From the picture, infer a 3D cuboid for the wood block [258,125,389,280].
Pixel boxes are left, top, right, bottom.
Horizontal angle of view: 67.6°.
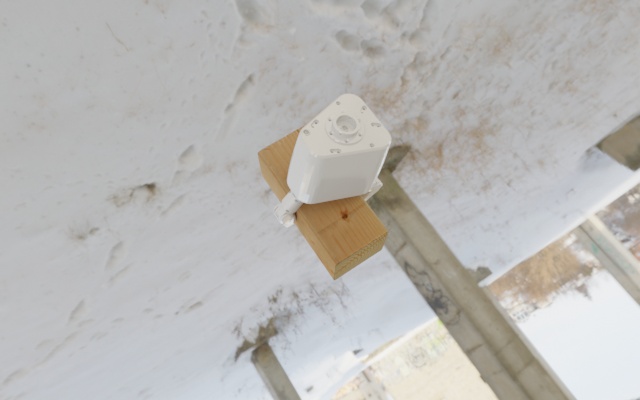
[{"bbox_3d":[0.000,0.002,0.716,0.091,0.206,0.090,-31,-20,-13],"label":"wood block"}]
